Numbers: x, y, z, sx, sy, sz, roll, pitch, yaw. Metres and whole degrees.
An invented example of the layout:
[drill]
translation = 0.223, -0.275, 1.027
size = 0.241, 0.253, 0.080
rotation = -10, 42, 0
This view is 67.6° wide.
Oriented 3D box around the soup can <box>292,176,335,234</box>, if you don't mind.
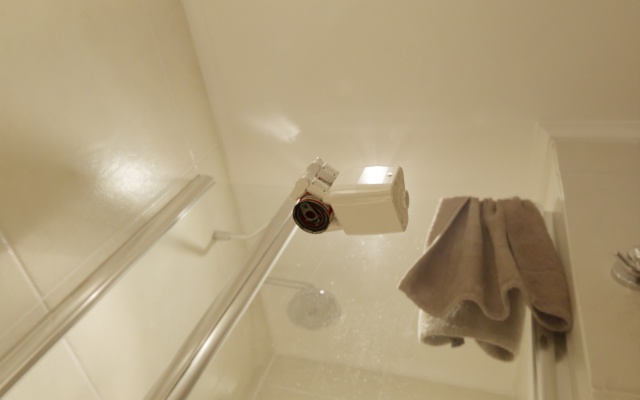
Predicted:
[soup can]
translation = 0.000, 0.003, 0.844
size = 0.068, 0.068, 0.102
rotation = 0, 32, 22
